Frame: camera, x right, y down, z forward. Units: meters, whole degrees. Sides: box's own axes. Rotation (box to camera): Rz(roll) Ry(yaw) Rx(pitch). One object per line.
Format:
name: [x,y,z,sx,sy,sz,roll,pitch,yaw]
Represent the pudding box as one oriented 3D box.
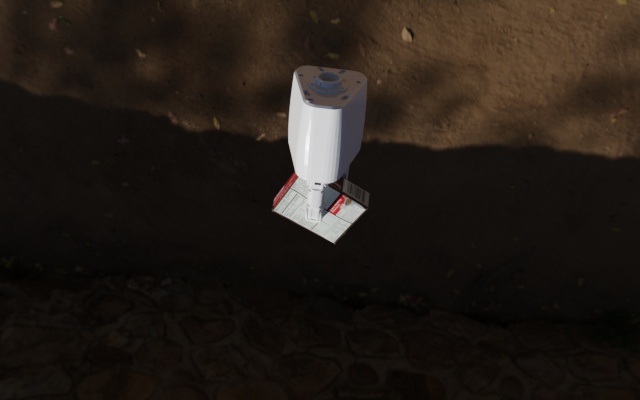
pudding box: [0.000,0.002,0.686,0.113,0.090,0.039,30,36,-14]
